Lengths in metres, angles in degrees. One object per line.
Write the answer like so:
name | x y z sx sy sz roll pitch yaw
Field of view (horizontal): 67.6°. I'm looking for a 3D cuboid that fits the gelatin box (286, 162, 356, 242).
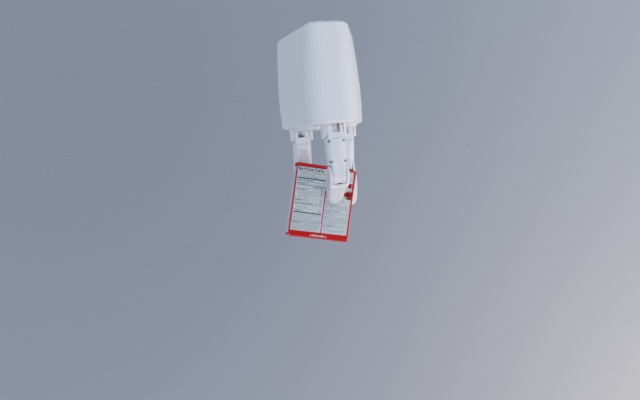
gelatin box | 0.000 0.002 0.576 0.073 0.089 0.030 7 1 -10
